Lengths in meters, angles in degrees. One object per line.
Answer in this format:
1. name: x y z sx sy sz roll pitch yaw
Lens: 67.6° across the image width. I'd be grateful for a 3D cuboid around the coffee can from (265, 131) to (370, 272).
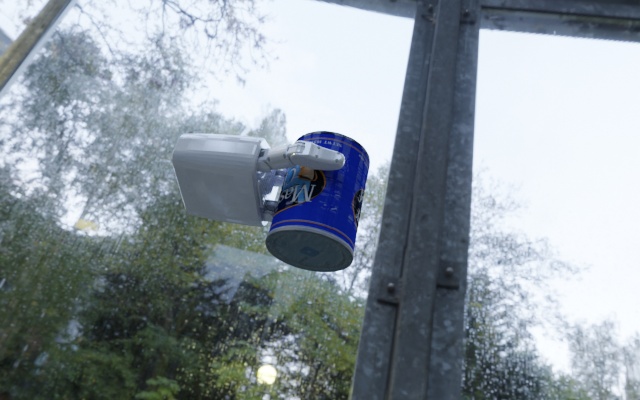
1. coffee can: 0.000 0.002 0.579 0.103 0.140 0.103 10 -31 6
